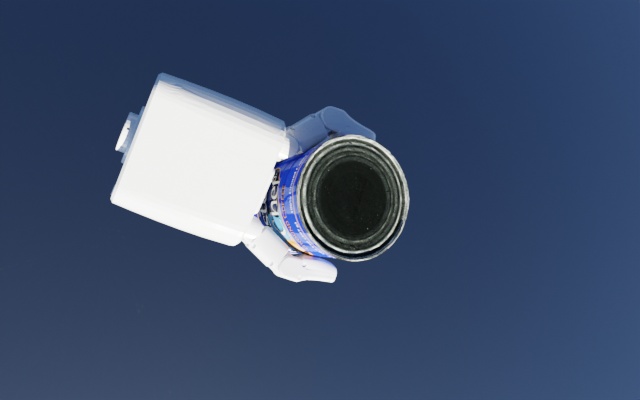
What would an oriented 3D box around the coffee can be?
[{"bbox_3d":[0.000,0.002,0.446,0.103,0.103,0.140,0,-3,-24],"label":"coffee can"}]
